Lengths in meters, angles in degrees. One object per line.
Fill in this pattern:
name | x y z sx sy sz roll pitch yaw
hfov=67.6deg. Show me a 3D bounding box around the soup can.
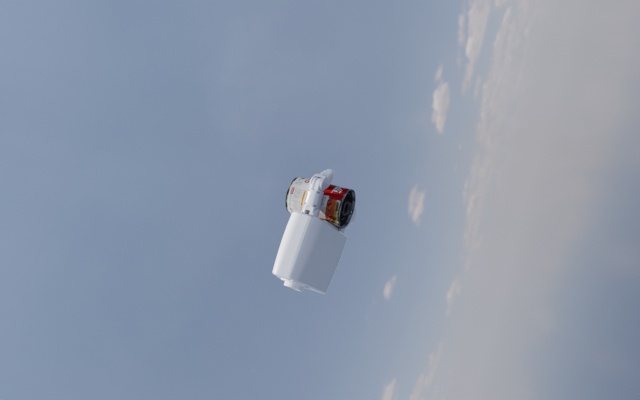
soup can | 0.000 0.002 0.813 0.102 0.068 0.068 15 6 22
